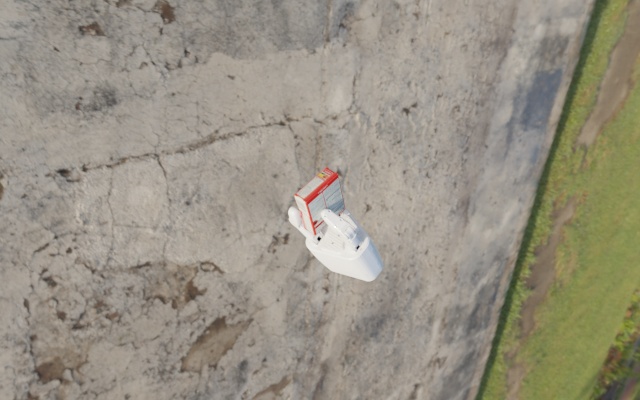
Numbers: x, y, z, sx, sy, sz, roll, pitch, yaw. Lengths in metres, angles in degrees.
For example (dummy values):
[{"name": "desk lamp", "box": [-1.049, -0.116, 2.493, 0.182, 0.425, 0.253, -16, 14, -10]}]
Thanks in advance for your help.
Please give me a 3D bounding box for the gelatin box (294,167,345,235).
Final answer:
[{"name": "gelatin box", "box": [0.000, 0.002, 0.762, 0.030, 0.089, 0.073, 33, 63, 33]}]
